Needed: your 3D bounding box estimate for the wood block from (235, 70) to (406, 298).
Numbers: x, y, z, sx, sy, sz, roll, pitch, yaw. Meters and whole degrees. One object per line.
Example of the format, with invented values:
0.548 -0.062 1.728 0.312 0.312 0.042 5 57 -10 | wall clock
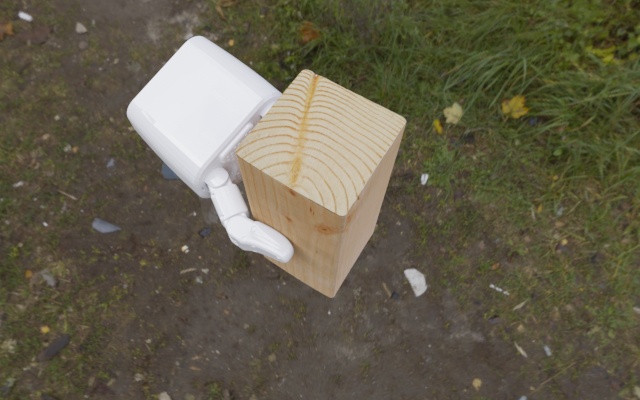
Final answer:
0.000 0.001 0.419 0.090 0.090 0.206 30 -22 13 | wood block
